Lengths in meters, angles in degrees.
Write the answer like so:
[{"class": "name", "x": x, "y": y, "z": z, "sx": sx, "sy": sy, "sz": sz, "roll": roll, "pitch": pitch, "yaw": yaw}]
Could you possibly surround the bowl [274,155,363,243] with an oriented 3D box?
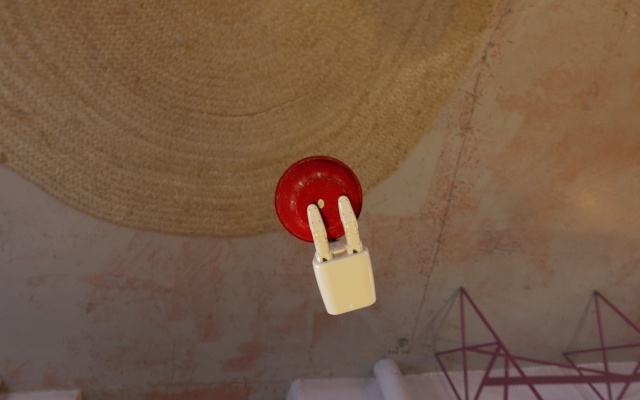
[{"class": "bowl", "x": 0.000, "y": 0.002, "z": 0.839, "sx": 0.162, "sy": 0.162, "sz": 0.055, "roll": 0, "pitch": 9, "yaw": -6}]
